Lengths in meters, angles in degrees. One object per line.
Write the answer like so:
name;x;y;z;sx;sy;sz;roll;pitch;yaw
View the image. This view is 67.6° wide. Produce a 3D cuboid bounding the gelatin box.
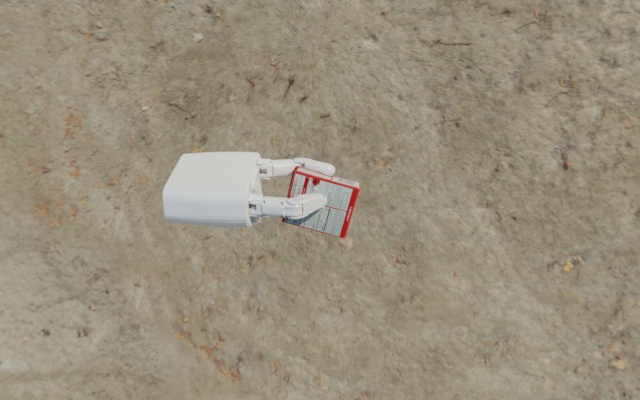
gelatin box;0.000;0.002;0.626;0.089;0.073;0.030;15;19;2
